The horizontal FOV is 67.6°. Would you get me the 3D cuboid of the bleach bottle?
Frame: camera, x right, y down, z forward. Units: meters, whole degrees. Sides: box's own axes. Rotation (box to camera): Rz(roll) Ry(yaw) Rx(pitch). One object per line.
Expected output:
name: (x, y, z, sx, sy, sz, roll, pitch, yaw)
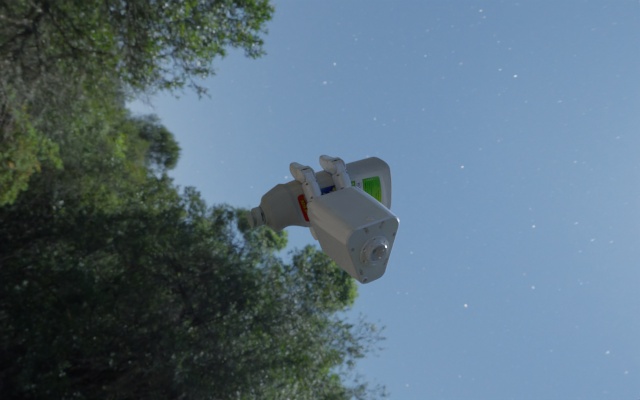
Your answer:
bleach bottle: (0.000, 0.002, 0.794, 0.251, 0.103, 0.068, -17, 31, -24)
